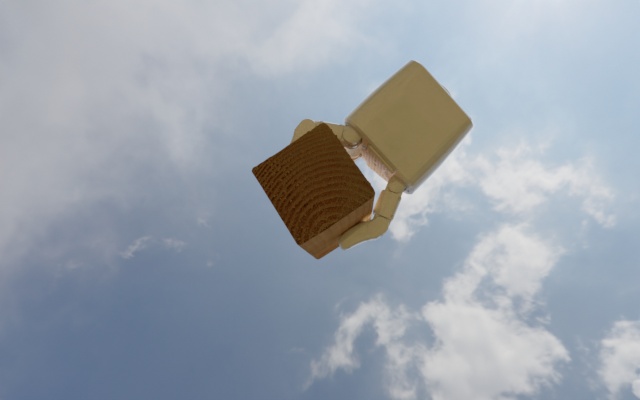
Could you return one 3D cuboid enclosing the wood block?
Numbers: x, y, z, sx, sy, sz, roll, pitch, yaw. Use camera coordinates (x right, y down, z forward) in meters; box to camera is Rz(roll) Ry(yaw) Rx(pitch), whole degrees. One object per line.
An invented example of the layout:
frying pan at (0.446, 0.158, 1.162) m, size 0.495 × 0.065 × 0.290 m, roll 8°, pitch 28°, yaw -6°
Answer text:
wood block at (0.001, 0.002, 0.552) m, size 0.090 × 0.091 × 0.206 m, roll -34°, pitch -12°, yaw -2°
